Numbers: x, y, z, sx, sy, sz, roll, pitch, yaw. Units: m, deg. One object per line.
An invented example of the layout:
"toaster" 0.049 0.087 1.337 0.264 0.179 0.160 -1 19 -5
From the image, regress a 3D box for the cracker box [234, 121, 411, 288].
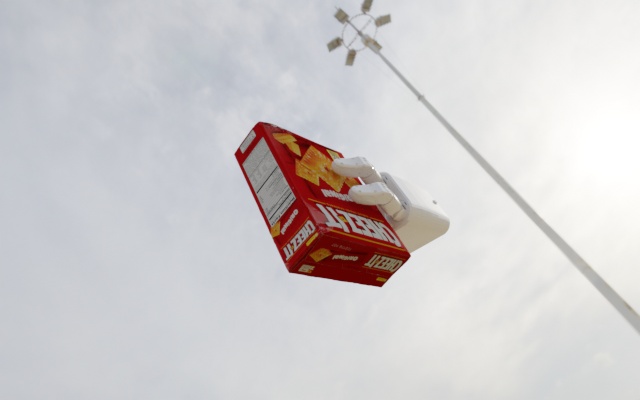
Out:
"cracker box" 0.000 0.002 0.618 0.164 0.072 0.213 17 31 -42
